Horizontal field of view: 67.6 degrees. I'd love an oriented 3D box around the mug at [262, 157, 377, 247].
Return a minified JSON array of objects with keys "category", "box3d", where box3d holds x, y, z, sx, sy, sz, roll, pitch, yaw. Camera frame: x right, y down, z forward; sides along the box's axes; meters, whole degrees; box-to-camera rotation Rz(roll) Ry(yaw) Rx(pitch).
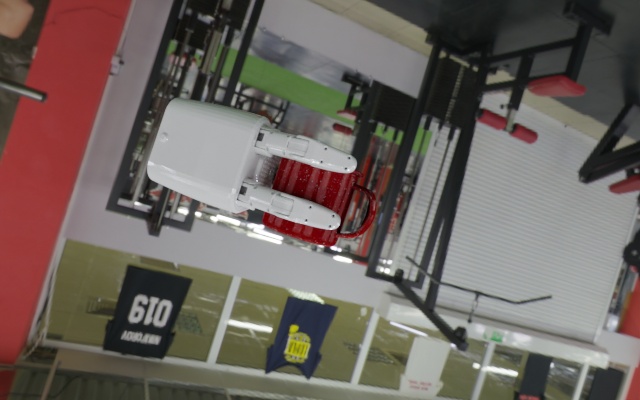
[{"category":"mug","box3d":[0.001,0.002,0.491,0.117,0.081,0.093,18,0,18]}]
